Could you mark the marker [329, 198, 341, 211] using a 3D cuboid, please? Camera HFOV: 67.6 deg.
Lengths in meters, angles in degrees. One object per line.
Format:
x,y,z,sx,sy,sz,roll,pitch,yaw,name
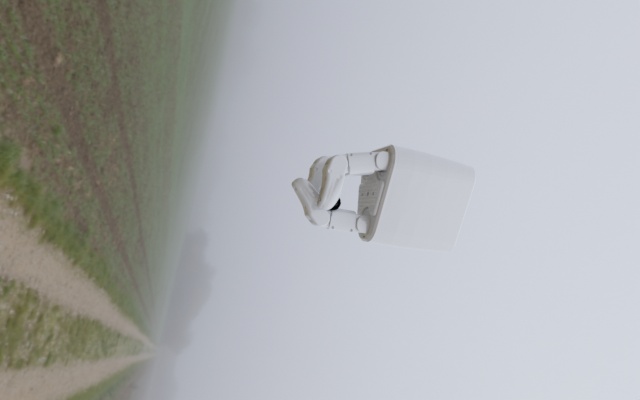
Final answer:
0.000,0.002,0.575,0.020,0.020,0.121,0,0,-15,marker
